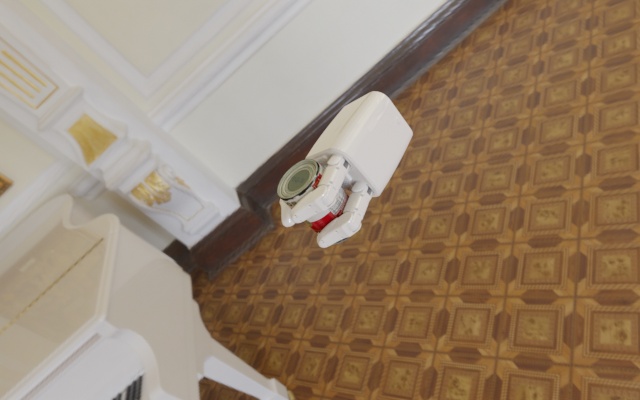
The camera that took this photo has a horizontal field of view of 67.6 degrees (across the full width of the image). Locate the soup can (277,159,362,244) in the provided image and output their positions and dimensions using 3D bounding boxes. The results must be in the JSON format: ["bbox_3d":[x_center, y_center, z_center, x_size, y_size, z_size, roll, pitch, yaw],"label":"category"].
[{"bbox_3d":[0.000,0.002,0.630,0.068,0.068,0.102,0,-37,47],"label":"soup can"}]
